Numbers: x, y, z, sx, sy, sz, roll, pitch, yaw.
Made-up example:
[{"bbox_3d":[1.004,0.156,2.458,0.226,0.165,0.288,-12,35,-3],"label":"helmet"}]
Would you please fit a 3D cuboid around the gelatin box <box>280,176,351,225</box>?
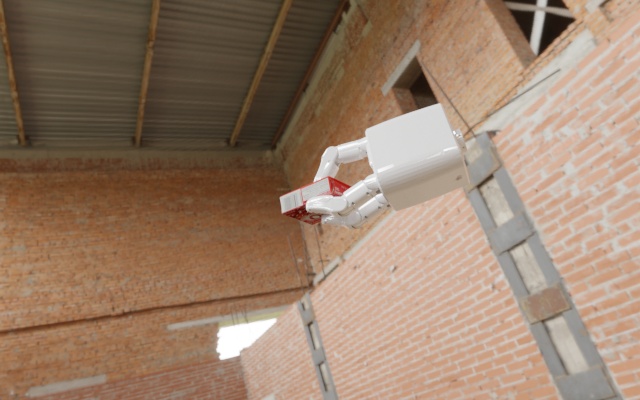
[{"bbox_3d":[0.000,0.002,0.671,0.089,0.030,0.073,-22,-26,29],"label":"gelatin box"}]
